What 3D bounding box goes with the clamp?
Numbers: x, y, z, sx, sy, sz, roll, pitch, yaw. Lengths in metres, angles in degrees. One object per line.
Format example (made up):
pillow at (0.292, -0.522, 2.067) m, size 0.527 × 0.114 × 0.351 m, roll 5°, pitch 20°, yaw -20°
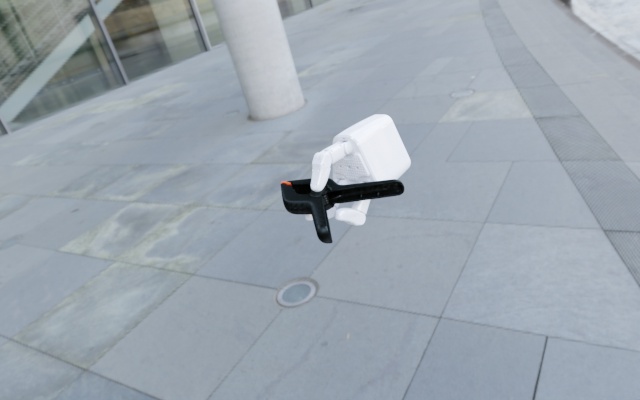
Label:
clamp at (0.000, 0.002, 0.735) m, size 0.210 × 0.036 × 0.164 m, roll 10°, pitch 34°, yaw 43°
